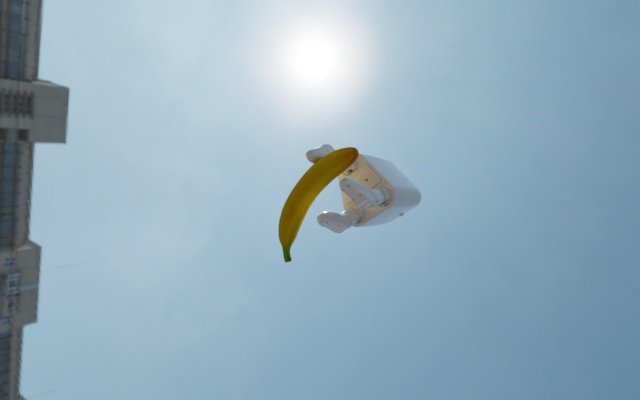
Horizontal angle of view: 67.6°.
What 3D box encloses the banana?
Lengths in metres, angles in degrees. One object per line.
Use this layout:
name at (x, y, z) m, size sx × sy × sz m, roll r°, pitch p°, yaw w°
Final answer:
banana at (-0.013, -0.006, 0.700) m, size 0.069 × 0.198 × 0.037 m, roll 43°, pitch 22°, yaw 32°
